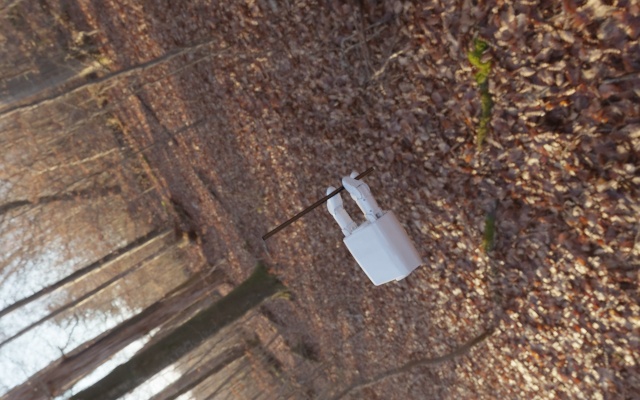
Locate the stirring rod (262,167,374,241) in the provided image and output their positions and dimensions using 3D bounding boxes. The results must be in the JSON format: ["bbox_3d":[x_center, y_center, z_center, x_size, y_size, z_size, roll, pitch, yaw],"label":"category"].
[{"bbox_3d":[0.000,0.003,0.835,0.239,0.011,0.011,-33,12,-20],"label":"stirring rod"}]
